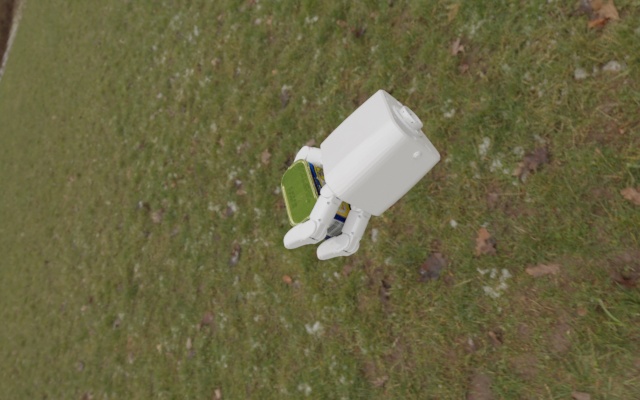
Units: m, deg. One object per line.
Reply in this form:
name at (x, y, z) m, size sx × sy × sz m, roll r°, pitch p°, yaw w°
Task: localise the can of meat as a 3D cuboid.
can of meat at (0.000, 0.002, 0.629) m, size 0.084 × 0.102 × 0.057 m, roll 25°, pitch -55°, yaw -41°
